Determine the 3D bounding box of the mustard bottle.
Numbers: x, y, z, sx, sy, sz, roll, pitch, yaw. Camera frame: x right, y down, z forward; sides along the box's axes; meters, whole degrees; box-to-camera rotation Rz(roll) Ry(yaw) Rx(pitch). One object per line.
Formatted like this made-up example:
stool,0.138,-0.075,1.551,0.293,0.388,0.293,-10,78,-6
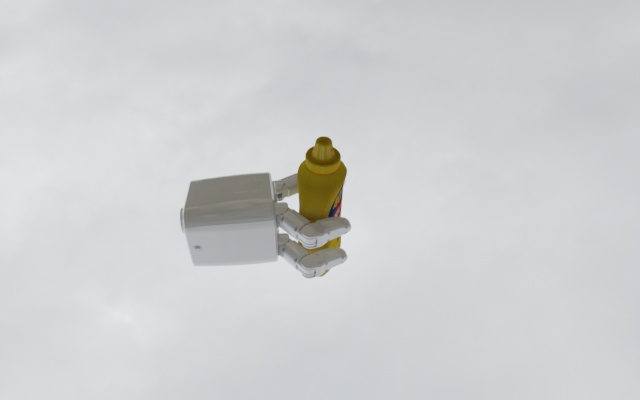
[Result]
mustard bottle,0.000,0.002,0.596,0.058,0.192,0.096,12,45,10
